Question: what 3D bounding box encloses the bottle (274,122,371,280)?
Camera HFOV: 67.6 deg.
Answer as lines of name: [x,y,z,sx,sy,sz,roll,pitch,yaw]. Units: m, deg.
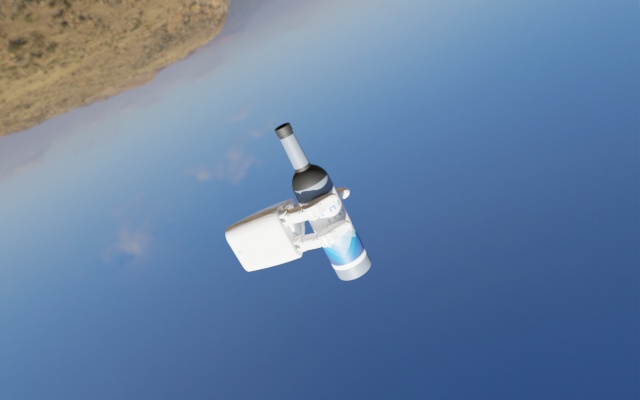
bottle: [0.000,0.003,0.821,0.069,0.296,0.069,-23,21,10]
